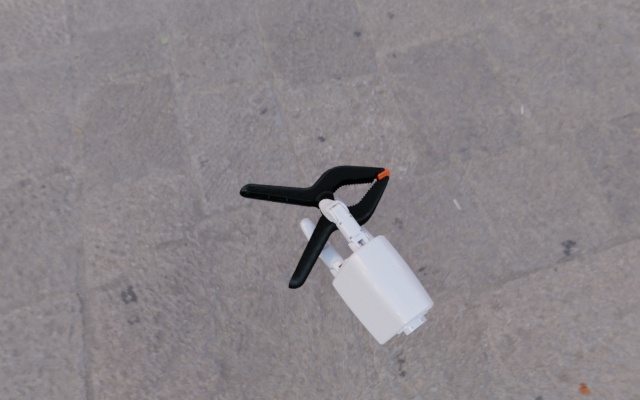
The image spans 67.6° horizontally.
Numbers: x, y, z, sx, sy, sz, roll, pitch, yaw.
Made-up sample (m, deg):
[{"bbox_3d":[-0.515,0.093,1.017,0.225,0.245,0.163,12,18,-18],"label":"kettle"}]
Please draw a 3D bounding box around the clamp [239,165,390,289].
[{"bbox_3d":[0.001,0.002,0.676,0.210,0.164,0.036,-34,-15,-12],"label":"clamp"}]
